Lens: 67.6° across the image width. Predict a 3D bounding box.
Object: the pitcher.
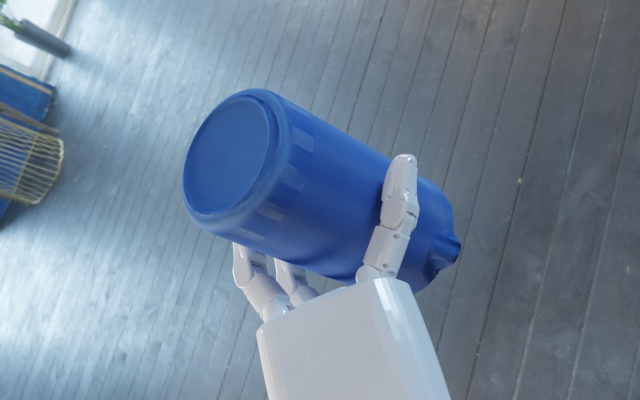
[{"bbox_3d":[0.000,0.002,0.422,0.149,0.145,0.243,-32,-35,26],"label":"pitcher"}]
